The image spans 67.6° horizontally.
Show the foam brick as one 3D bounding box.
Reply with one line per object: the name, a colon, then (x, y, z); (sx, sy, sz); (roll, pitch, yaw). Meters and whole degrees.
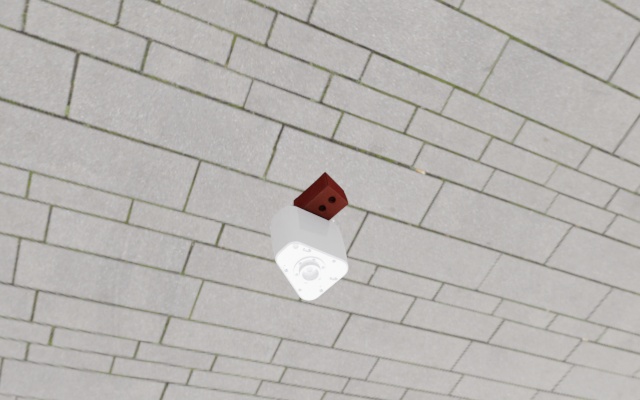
foam brick: (0.000, 0.002, 0.804); (0.053, 0.078, 0.051); (41, 15, -24)
